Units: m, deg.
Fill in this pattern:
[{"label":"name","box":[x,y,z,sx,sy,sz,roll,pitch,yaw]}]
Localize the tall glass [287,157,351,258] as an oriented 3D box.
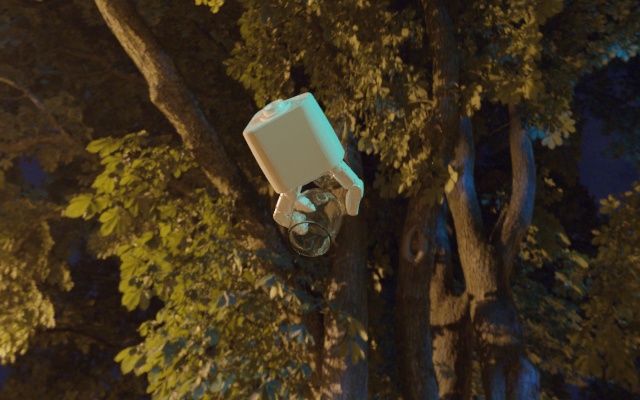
[{"label":"tall glass","box":[0.000,0.002,0.737,0.079,0.079,0.201,0,32,10]}]
